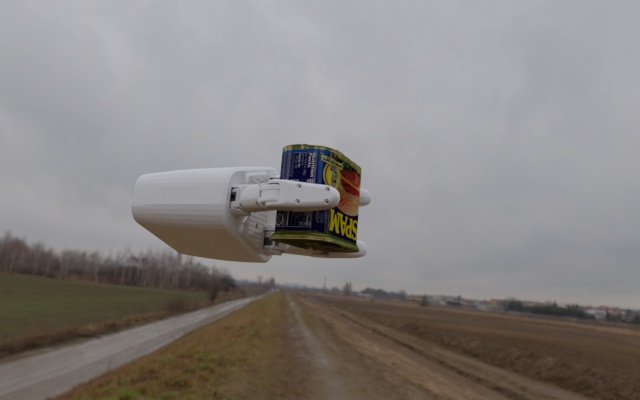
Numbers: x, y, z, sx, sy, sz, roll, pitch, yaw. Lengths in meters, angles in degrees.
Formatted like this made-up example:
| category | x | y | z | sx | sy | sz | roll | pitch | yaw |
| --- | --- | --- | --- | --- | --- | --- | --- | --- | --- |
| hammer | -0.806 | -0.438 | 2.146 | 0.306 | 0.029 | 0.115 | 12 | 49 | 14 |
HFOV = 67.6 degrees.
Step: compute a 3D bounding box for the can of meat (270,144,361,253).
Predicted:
| category | x | y | z | sx | sy | sz | roll | pitch | yaw |
| --- | --- | --- | --- | --- | --- | --- | --- | --- | --- |
| can of meat | 0.000 | 0.001 | 0.444 | 0.057 | 0.084 | 0.102 | -1 | -12 | 25 |
